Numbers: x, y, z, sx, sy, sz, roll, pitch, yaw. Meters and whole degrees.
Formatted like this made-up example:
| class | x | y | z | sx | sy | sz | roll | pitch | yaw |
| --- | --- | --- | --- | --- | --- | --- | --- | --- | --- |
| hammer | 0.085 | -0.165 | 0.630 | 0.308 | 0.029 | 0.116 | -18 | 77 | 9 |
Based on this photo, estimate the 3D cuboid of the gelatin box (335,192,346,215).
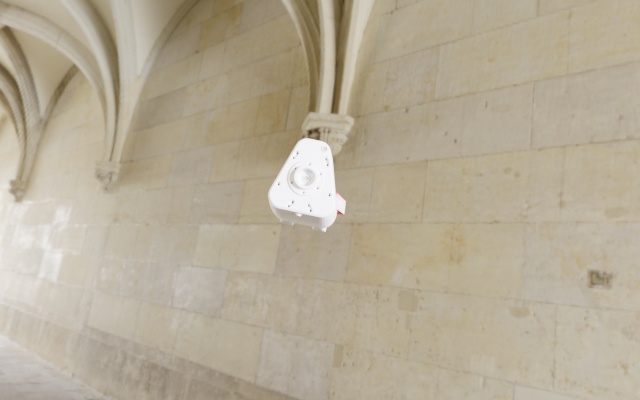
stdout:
| class | x | y | z | sx | sy | sz | roll | pitch | yaw |
| --- | --- | --- | --- | --- | --- | --- | --- | --- | --- |
| gelatin box | 0.000 | 0.002 | 0.840 | 0.073 | 0.030 | 0.089 | 6 | -7 | 14 |
